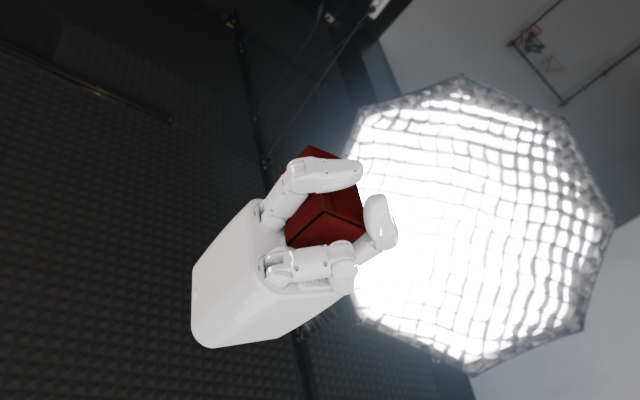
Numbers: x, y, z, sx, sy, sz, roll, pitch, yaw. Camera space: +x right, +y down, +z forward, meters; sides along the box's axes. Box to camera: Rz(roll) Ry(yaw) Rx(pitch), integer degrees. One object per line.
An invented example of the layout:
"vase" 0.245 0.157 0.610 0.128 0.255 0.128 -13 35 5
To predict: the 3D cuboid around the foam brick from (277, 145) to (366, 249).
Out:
"foam brick" 0.000 0.001 0.416 0.053 0.078 0.051 22 -50 -33
